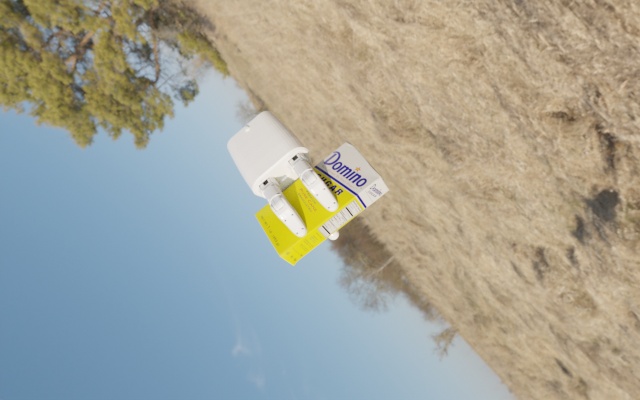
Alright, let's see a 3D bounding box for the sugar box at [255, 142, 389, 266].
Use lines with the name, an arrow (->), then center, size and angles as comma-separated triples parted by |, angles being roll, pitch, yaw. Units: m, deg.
sugar box -> 0.000, 0.002, 0.682 | 0.093, 0.176, 0.048 | 52, 4, 38
